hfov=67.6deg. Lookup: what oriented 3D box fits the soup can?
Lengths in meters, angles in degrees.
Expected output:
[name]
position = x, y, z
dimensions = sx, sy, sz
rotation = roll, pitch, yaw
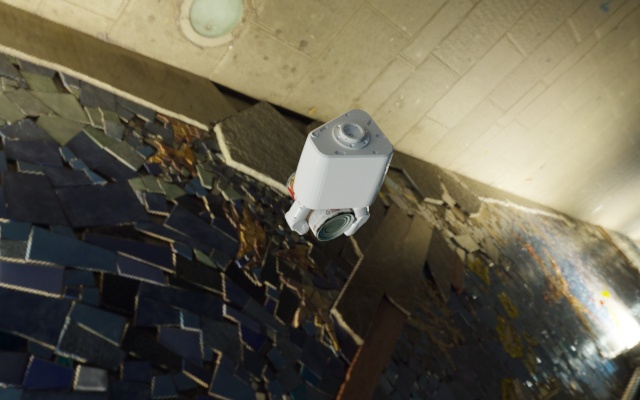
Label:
[soup can]
position = 0.000, 0.003, 0.737
dimensions = 0.068, 0.102, 0.068
rotation = -24, -29, -14
